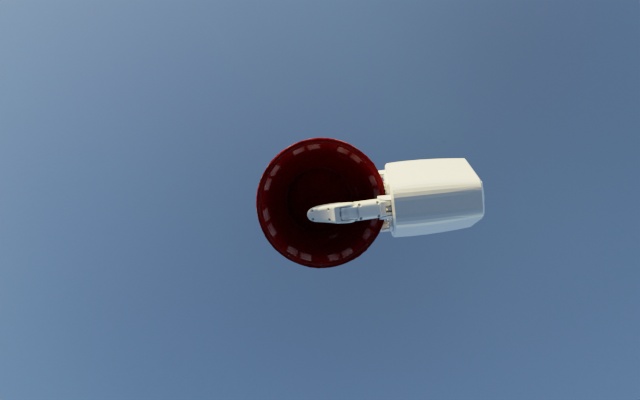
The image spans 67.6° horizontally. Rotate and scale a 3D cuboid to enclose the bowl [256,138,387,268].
[{"bbox_3d":[-0.001,0.002,0.612,0.162,0.162,0.055,0,5,-4],"label":"bowl"}]
